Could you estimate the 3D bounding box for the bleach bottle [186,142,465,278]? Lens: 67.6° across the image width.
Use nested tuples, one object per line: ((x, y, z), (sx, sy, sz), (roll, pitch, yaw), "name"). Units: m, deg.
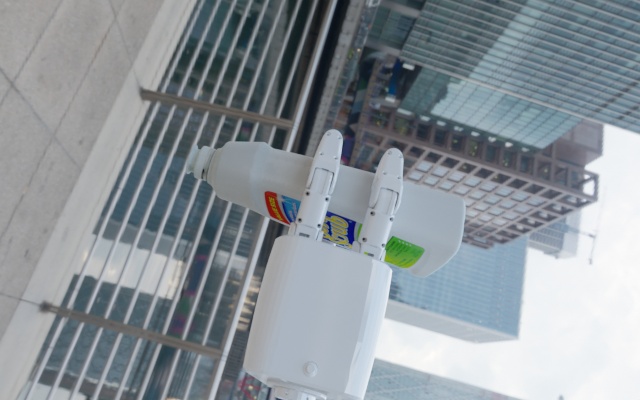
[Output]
((0.000, 0.001, 0.453), (0.251, 0.068, 0.103), (17, -25, -4), "bleach bottle")
